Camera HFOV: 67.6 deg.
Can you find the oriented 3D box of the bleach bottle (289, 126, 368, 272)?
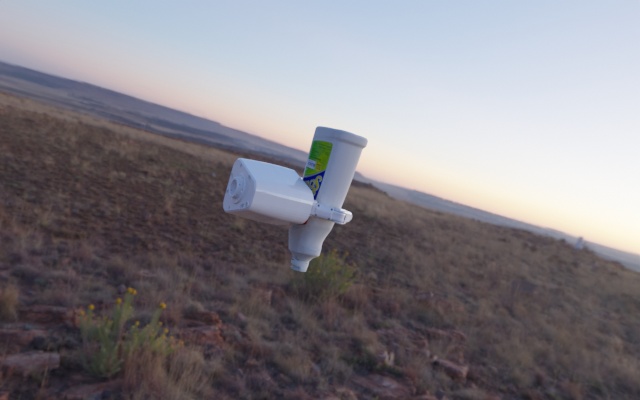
[{"bbox_3d":[0.000,0.003,0.822,0.068,0.251,0.102,13,5,-33],"label":"bleach bottle"}]
